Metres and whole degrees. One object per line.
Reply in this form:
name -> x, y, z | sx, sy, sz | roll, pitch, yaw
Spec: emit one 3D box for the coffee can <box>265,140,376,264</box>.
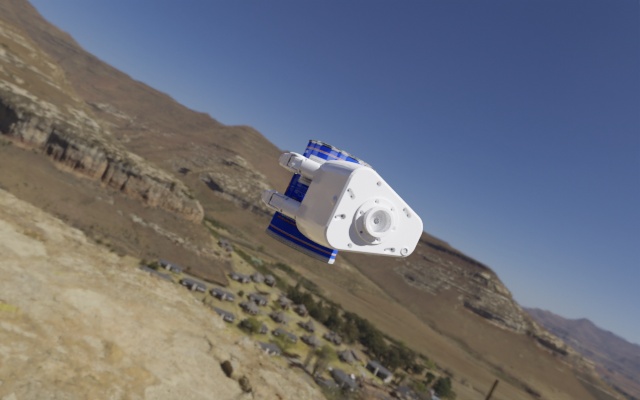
coffee can -> 0.000, 0.002, 0.656 | 0.103, 0.140, 0.103 | 25, -2, 1
